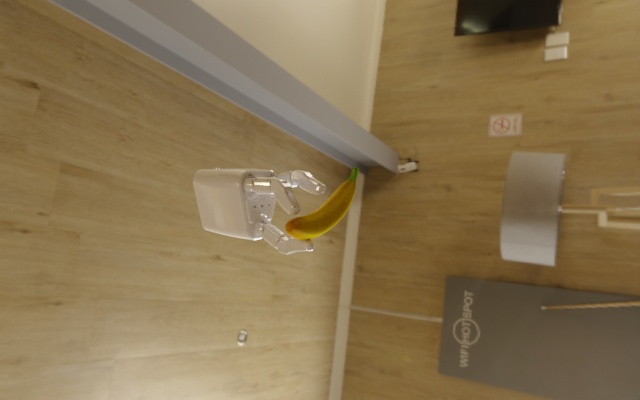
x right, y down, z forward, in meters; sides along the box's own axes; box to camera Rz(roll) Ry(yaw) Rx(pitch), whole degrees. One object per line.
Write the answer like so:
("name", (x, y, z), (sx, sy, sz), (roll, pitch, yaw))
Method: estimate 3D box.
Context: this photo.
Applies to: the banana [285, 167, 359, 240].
("banana", (0.004, 0.017, 0.746), (0.037, 0.070, 0.197), (10, 34, 31))
